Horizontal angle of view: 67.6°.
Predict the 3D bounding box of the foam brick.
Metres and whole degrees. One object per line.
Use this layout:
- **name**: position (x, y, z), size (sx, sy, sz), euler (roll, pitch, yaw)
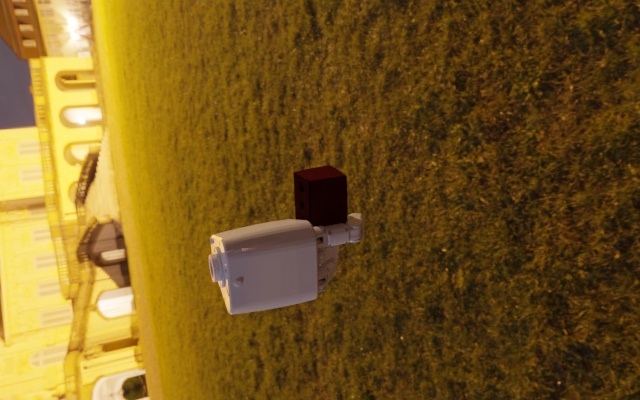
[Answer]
- **foam brick**: position (0.000, 0.002, 0.595), size (0.051, 0.078, 0.053), euler (-9, 19, -21)
